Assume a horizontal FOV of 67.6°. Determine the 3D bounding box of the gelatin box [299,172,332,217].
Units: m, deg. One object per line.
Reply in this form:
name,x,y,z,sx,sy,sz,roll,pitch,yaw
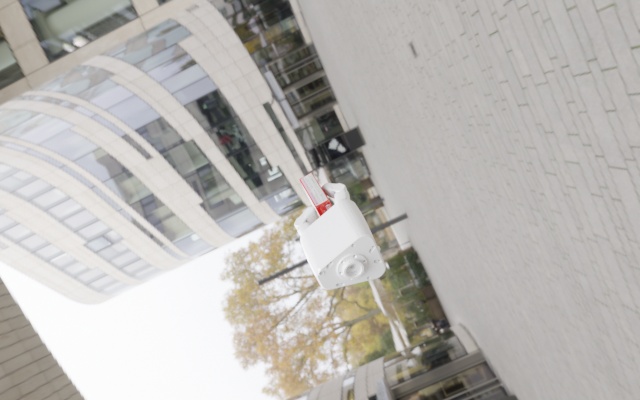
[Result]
gelatin box,0.000,0.003,0.866,0.030,0.073,0.089,-30,45,-3
